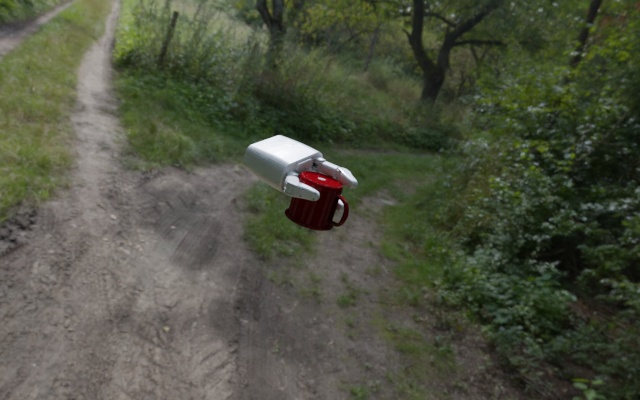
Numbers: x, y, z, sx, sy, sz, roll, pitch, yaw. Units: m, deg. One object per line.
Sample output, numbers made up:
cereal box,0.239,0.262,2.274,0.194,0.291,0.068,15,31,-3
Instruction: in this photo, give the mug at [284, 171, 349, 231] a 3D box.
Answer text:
mug,0.001,0.003,0.853,0.117,0.081,0.093,29,20,30
